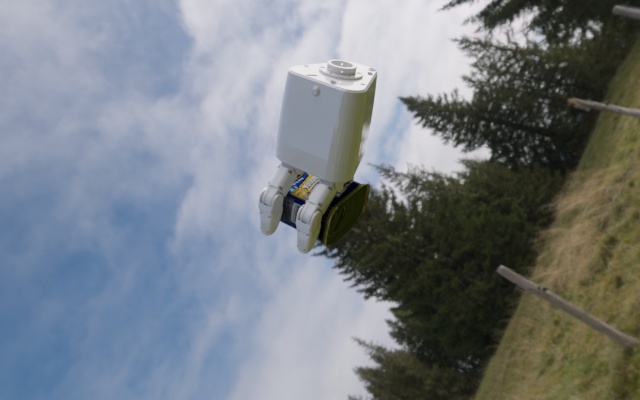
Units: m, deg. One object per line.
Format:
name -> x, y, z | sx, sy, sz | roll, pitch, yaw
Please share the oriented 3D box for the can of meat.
can of meat -> 0.000, 0.002, 0.594 | 0.084, 0.057, 0.102 | 25, 37, 23
